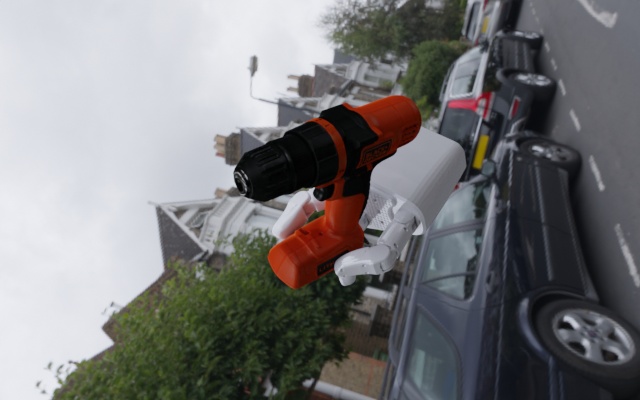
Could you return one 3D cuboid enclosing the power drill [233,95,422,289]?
[{"bbox_3d":[0.000,0.002,0.438,0.184,0.057,0.188,-24,-32,-31],"label":"power drill"}]
